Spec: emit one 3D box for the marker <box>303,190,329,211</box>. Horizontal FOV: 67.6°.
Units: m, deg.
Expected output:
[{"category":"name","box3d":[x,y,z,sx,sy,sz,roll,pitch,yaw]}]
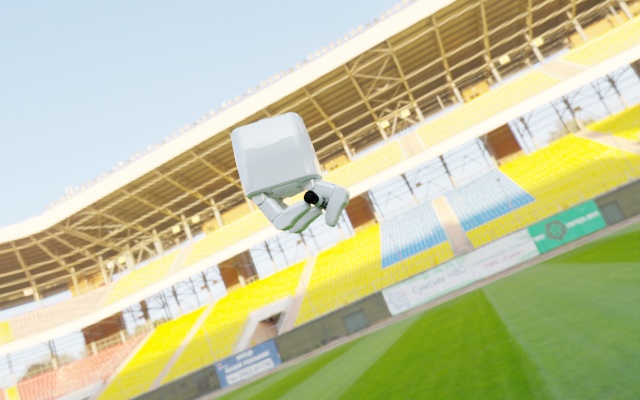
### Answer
[{"category":"marker","box3d":[0.000,0.002,0.709,0.020,0.020,0.121,0,-8,17]}]
